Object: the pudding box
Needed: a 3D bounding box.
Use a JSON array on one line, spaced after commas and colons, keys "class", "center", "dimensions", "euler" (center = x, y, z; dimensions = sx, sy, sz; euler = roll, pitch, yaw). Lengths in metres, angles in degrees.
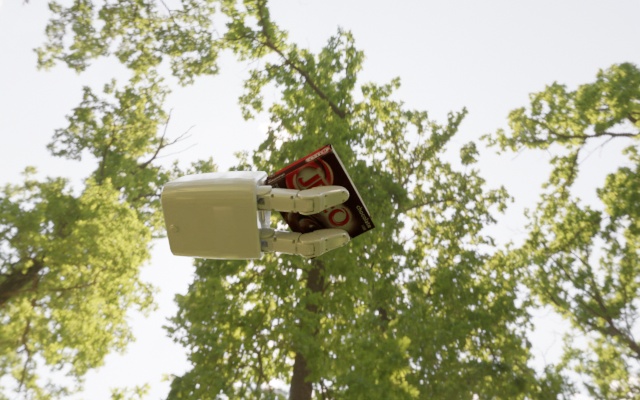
[{"class": "pudding box", "center": [0.000, 0.002, 0.567], "dimensions": [0.090, 0.113, 0.039], "euler": [-27, 24, 10]}]
